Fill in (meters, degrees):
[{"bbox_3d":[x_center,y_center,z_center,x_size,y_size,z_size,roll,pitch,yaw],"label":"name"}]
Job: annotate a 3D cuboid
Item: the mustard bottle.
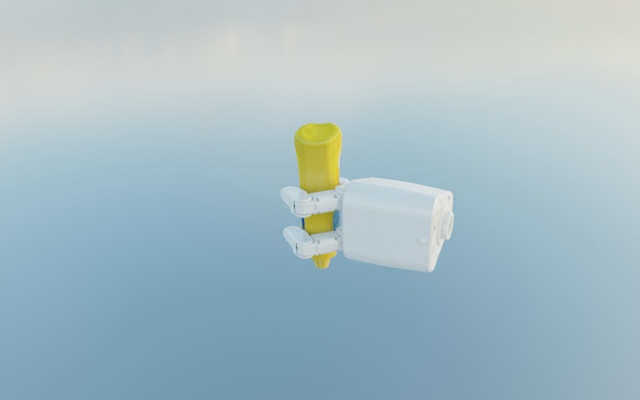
[{"bbox_3d":[0.000,0.002,0.618,0.058,0.192,0.096,-1,23,2],"label":"mustard bottle"}]
